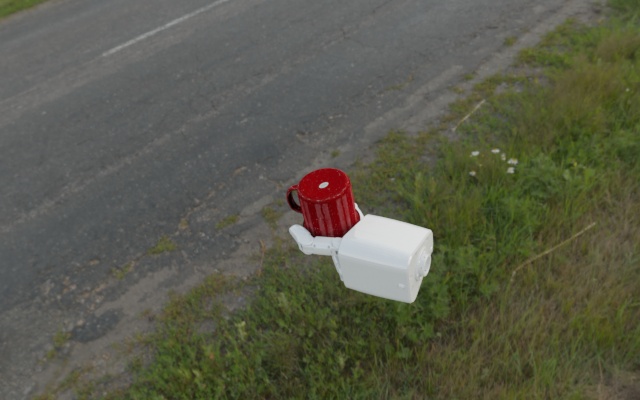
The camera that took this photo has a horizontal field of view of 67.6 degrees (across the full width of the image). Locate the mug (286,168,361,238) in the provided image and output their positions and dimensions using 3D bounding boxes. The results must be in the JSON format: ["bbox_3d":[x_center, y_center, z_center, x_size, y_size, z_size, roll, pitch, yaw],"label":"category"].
[{"bbox_3d":[-0.001,0.002,0.738,0.117,0.082,0.093,12,46,27],"label":"mug"}]
